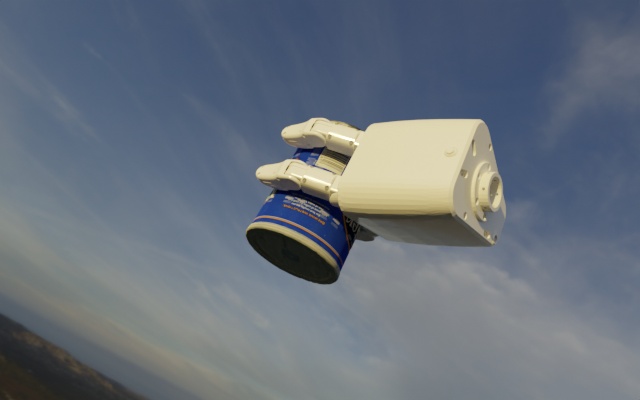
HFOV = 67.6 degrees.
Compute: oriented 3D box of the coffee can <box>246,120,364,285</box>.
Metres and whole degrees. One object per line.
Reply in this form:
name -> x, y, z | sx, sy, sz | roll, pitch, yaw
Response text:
coffee can -> 0.000, 0.002, 0.503 | 0.103, 0.140, 0.103 | 22, -27, 12
